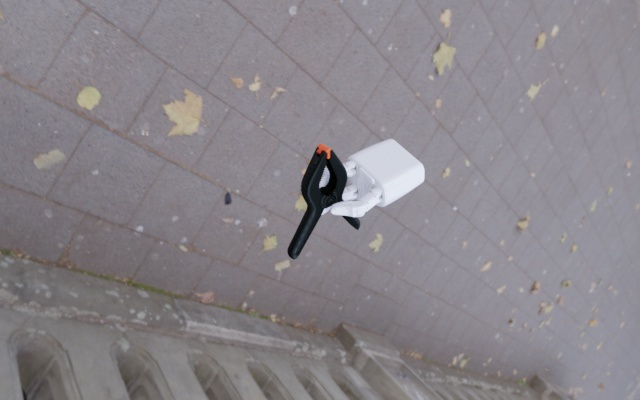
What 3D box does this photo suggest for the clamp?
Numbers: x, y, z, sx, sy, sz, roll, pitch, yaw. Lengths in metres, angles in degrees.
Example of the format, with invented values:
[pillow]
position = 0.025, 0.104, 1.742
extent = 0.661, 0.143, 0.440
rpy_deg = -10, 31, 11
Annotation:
[clamp]
position = 0.001, 0.003, 0.851
extent = 0.164, 0.210, 0.036
rpy_deg = -29, 41, -27
